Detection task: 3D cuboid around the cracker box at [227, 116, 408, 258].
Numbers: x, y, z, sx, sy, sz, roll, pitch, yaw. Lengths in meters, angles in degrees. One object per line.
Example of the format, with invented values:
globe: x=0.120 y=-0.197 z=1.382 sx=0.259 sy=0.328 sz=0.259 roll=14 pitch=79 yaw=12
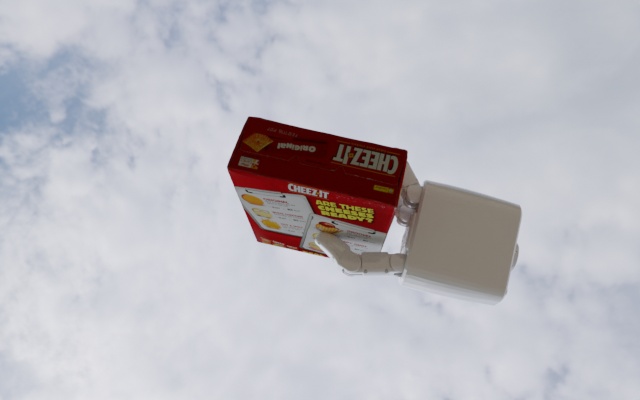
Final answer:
cracker box: x=0.000 y=0.002 z=0.543 sx=0.164 sy=0.072 sz=0.214 roll=13 pitch=-23 yaw=6
